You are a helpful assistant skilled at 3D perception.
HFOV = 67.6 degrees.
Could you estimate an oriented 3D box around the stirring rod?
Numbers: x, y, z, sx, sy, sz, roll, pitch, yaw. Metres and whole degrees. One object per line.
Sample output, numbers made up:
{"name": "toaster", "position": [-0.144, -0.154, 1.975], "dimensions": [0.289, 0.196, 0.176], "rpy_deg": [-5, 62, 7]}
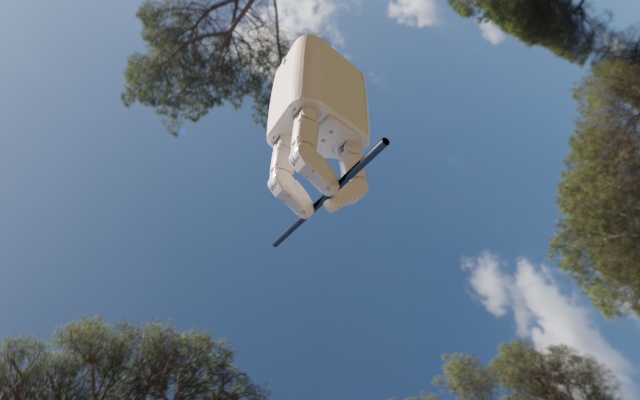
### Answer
{"name": "stirring rod", "position": [0.000, 0.002, 0.508], "dimensions": [0.011, 0.011, 0.240], "rpy_deg": [0, -26, -32]}
